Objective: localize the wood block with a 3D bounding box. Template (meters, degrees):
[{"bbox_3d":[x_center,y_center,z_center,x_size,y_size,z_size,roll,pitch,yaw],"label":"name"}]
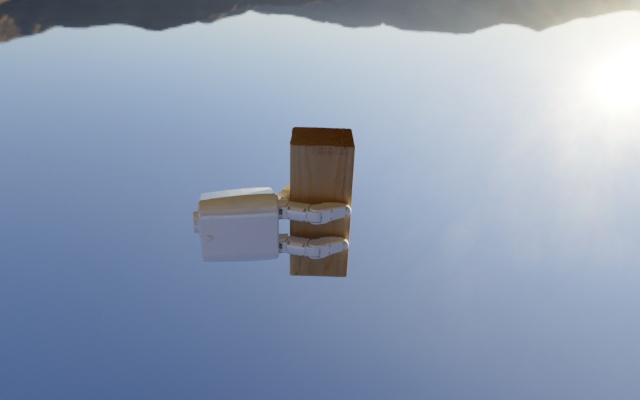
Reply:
[{"bbox_3d":[0.000,0.002,0.715,0.090,0.206,0.090,2,25,-1],"label":"wood block"}]
